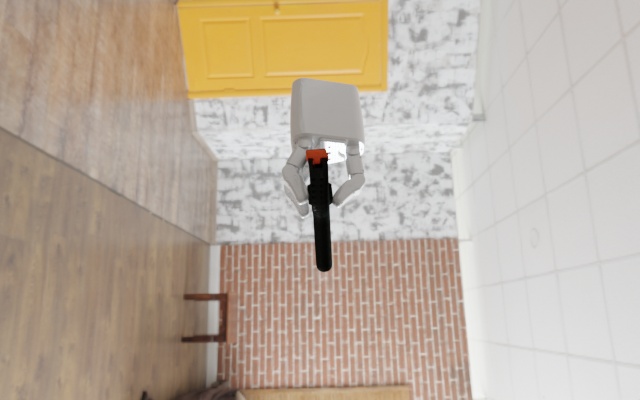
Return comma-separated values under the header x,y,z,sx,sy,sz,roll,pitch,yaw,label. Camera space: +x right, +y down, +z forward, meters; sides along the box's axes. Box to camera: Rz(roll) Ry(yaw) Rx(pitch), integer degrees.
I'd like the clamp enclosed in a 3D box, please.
x,y,z,sx,sy,sz,roll,pitch,yaw,label
0.001,0.002,0.689,0.036,0.164,0.210,-4,-24,0,clamp
